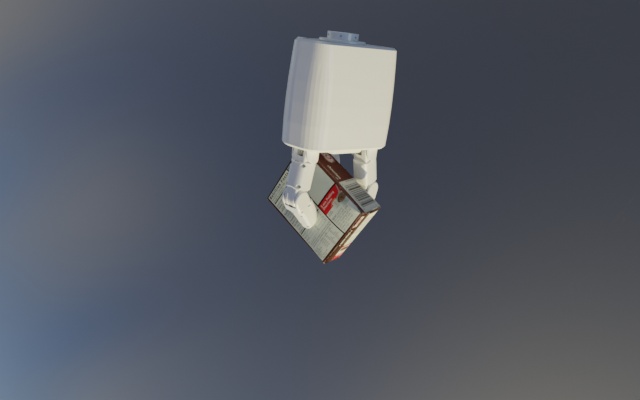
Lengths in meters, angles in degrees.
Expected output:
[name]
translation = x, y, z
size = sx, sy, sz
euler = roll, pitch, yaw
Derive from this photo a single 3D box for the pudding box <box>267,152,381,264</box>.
[pudding box]
translation = 0.000, 0.002, 0.554
size = 0.039, 0.113, 0.090
euler = -15, -32, -50
